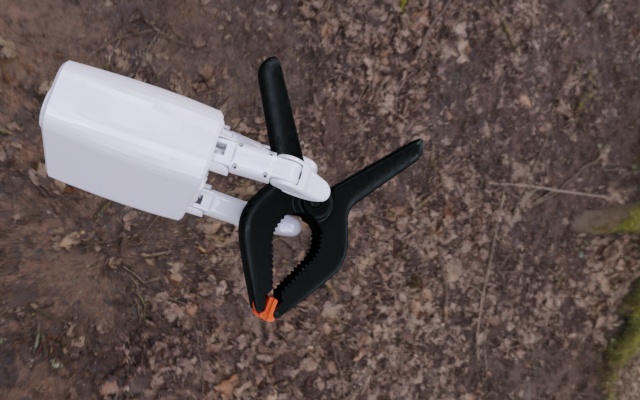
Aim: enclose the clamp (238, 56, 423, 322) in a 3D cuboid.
[{"bbox_3d":[0.000,0.002,0.404,0.164,0.210,0.036,19,-12,-17],"label":"clamp"}]
